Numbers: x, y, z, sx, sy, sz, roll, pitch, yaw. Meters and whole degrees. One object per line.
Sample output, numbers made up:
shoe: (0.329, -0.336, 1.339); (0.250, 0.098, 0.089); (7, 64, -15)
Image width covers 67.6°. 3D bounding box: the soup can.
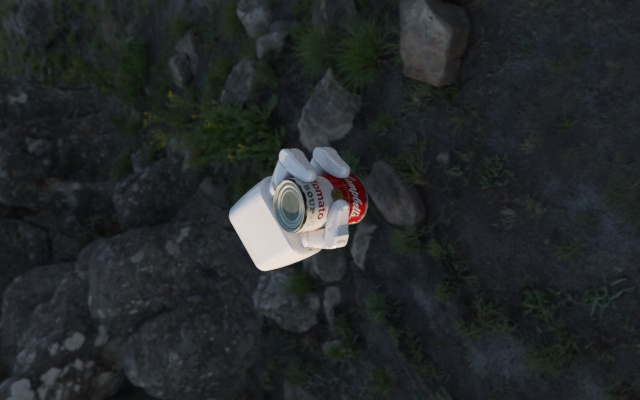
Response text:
soup can: (0.000, 0.002, 0.601); (0.102, 0.068, 0.068); (-7, 4, -39)
